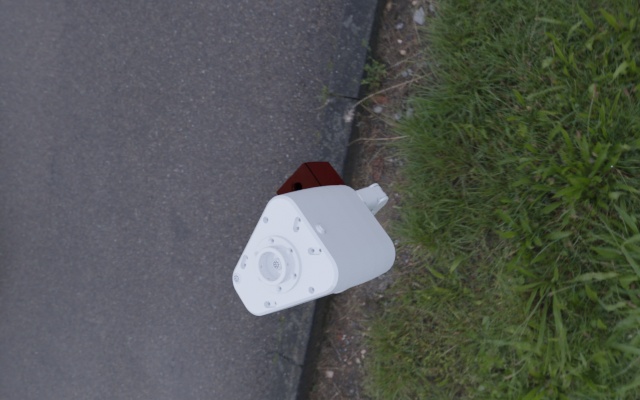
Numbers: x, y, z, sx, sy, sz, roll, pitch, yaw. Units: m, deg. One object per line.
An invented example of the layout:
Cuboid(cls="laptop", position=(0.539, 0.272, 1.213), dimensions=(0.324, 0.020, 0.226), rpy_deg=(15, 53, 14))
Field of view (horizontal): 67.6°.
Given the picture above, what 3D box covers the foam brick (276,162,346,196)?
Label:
Cuboid(cls="foam brick", position=(0.000, 0.002, 0.528), dimensions=(0.053, 0.078, 0.051), rpy_deg=(-45, -19, 28))
